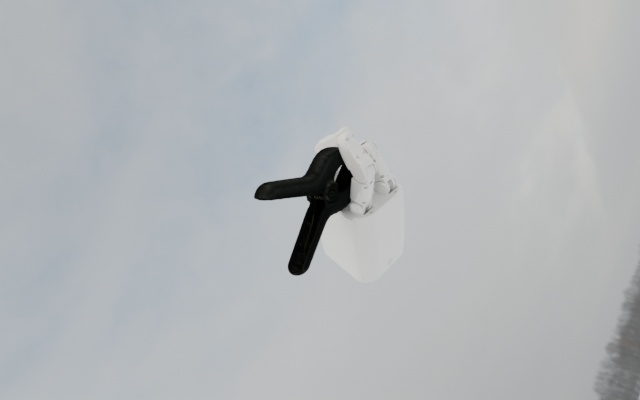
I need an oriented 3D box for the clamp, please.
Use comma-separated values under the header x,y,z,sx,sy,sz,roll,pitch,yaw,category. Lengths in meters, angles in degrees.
x,y,z,sx,sy,sz,roll,pitch,yaw,category
0.000,0.001,0.549,0.039,0.120,0.171,18,40,37,clamp
